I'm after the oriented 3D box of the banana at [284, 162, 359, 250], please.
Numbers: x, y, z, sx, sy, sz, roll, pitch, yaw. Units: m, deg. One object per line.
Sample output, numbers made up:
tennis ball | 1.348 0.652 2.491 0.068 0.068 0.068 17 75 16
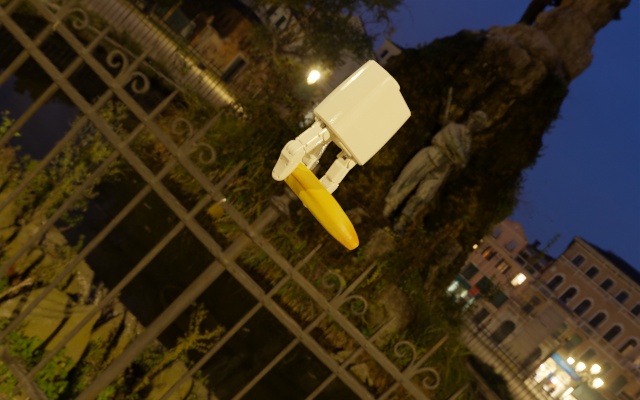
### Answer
banana | -0.010 -0.009 0.659 0.070 0.037 0.197 48 0 -45
